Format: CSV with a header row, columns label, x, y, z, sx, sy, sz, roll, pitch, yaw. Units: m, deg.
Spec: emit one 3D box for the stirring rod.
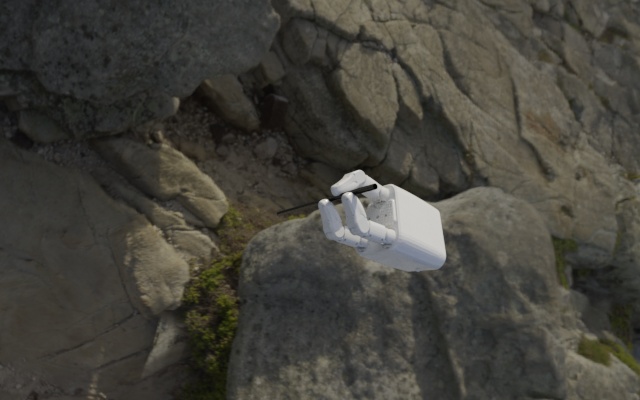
label,x,y,z,sx,sy,sz,roll,pitch,yaw
stirring rod,0.000,0.002,0.709,0.011,0.011,0.239,0,-10,-36
